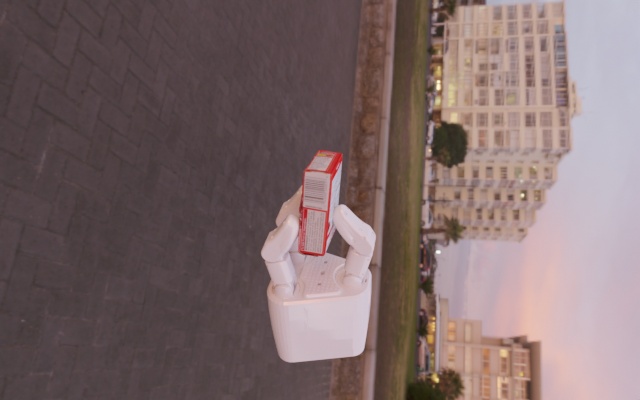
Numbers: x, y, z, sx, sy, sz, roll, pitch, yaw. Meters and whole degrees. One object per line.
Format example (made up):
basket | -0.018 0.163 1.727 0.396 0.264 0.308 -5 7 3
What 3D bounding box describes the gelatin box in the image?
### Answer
gelatin box | 0.001 0.001 0.484 0.030 0.089 0.073 8 22 8
